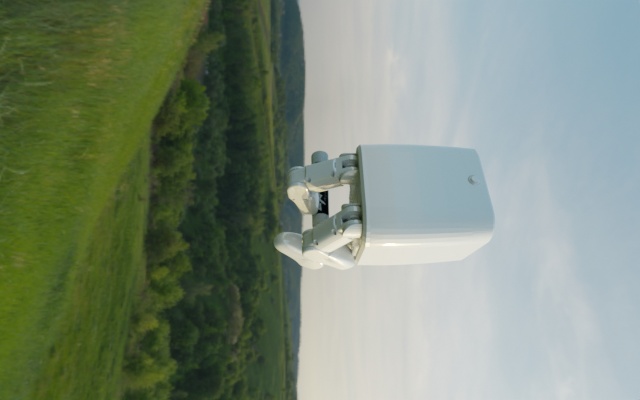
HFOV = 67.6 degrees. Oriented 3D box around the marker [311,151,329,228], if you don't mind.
[{"bbox_3d":[0.000,0.002,0.483,0.020,0.121,0.020,-1,-34,0],"label":"marker"}]
